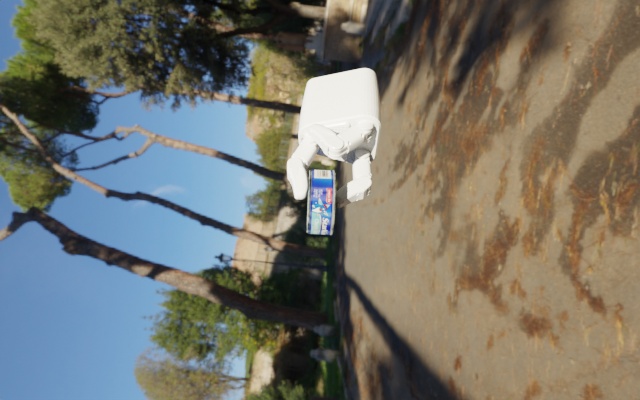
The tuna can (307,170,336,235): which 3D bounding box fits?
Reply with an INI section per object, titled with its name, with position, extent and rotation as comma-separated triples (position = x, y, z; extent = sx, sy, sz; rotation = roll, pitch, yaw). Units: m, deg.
[tuna can]
position = 0.000, 0.002, 0.625
extent = 0.034, 0.086, 0.086
rotation = 2, 0, -2
